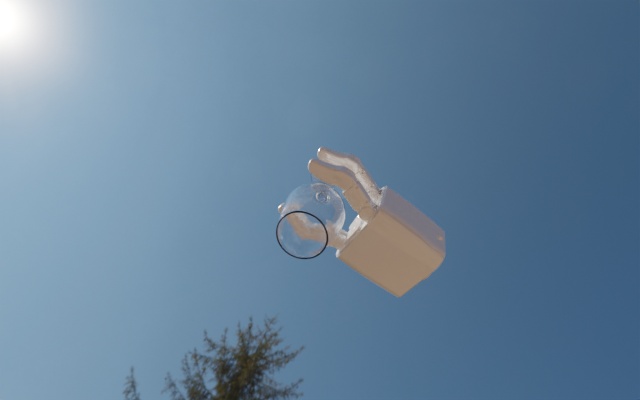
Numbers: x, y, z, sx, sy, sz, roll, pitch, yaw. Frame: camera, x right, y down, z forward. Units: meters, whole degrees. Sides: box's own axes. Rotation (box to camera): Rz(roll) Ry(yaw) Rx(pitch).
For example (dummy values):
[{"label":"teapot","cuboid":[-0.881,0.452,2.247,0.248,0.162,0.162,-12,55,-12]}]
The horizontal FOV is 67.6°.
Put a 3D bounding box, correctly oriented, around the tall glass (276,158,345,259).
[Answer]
[{"label":"tall glass","cuboid":[0.000,0.002,0.631,0.079,0.079,0.201,0,22,14]}]
